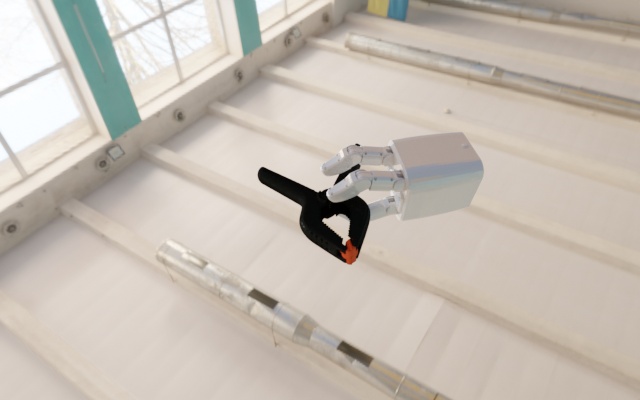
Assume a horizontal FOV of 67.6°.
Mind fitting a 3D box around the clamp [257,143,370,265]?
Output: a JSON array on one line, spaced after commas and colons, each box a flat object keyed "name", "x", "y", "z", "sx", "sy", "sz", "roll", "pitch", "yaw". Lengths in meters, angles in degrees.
[{"name": "clamp", "x": 0.001, "y": 0.003, "z": 0.654, "sx": 0.164, "sy": 0.036, "sz": 0.209, "roll": -11, "pitch": 45, "yaw": -2}]
